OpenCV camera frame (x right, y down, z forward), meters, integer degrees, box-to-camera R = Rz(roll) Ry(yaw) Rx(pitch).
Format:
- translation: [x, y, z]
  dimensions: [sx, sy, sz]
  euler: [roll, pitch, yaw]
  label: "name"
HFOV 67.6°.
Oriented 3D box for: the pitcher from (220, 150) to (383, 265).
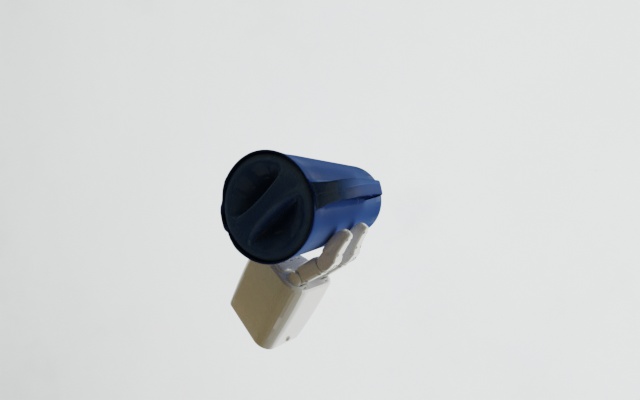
- translation: [0.000, 0.002, 0.644]
  dimensions: [0.149, 0.145, 0.243]
  euler: [35, 19, 24]
  label: "pitcher"
